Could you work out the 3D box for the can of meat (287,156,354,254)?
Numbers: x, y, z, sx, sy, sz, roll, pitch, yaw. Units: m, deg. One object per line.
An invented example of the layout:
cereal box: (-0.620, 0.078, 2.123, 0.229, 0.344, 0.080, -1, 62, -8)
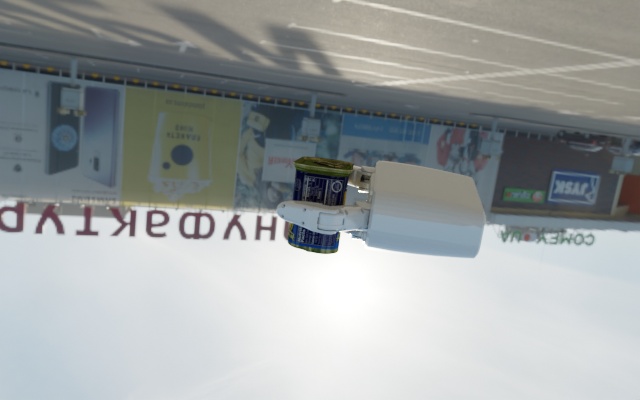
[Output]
can of meat: (0.000, 0.002, 0.495, 0.057, 0.084, 0.102, 8, 10, 3)
